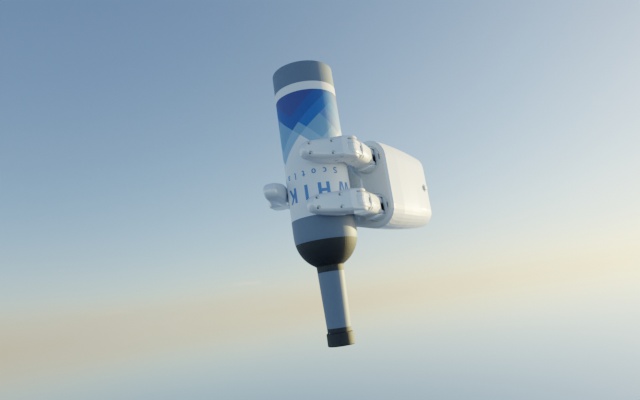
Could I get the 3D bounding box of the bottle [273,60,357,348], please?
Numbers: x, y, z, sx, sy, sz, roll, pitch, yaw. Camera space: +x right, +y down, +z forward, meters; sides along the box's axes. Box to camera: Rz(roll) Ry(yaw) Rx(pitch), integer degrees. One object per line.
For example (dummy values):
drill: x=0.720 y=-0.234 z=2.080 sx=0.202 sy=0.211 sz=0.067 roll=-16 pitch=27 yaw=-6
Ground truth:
bottle: x=0.000 y=0.001 z=0.504 sx=0.069 sy=0.295 sz=0.069 roll=-8 pitch=-12 yaw=-2
